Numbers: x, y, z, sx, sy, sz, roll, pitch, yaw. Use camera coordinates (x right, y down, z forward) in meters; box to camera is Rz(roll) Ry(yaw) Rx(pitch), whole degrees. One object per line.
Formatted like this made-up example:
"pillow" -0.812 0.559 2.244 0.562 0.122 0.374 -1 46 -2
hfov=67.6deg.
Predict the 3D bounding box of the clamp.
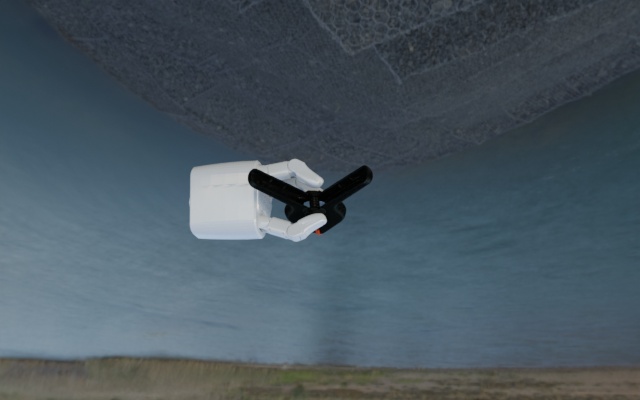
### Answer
"clamp" 0.000 0.003 0.706 0.164 0.036 0.210 -3 -24 9
